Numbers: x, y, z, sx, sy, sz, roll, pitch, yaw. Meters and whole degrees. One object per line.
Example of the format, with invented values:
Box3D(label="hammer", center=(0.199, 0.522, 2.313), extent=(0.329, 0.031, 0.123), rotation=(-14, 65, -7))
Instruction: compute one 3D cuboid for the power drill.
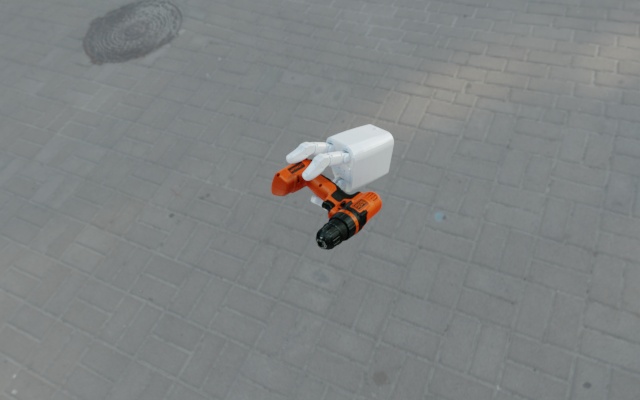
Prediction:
Box3D(label="power drill", center=(0.000, 0.003, 0.898), extent=(0.187, 0.057, 0.184), rotation=(34, 40, 20))
